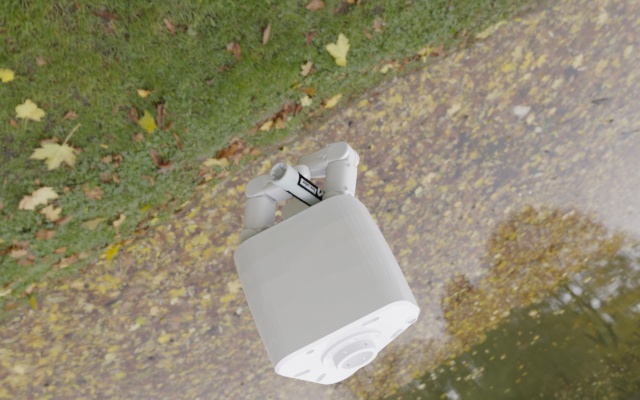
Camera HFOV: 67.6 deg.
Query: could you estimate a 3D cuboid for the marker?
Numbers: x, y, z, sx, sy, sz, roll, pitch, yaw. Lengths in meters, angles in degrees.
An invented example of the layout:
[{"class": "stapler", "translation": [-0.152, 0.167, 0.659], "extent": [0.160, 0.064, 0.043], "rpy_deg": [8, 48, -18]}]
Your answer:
[{"class": "marker", "translation": [0.000, 0.001, 0.412], "extent": [0.020, 0.020, 0.121], "rpy_deg": [0, -23, 36]}]
